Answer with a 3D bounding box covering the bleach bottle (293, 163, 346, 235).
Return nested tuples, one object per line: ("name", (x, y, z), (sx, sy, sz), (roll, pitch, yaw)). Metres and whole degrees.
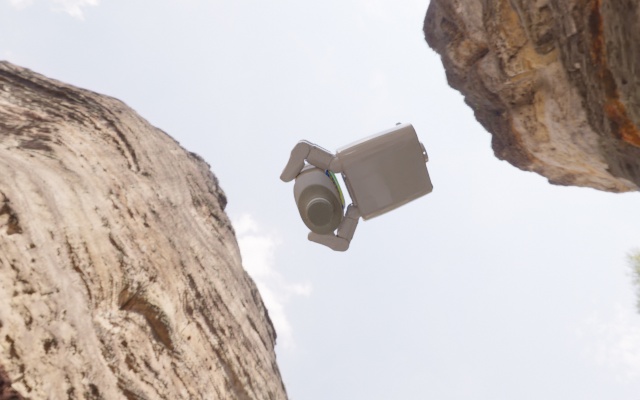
("bleach bottle", (0.000, 0.002, 0.658), (0.068, 0.102, 0.251), (-22, 9, 3))
